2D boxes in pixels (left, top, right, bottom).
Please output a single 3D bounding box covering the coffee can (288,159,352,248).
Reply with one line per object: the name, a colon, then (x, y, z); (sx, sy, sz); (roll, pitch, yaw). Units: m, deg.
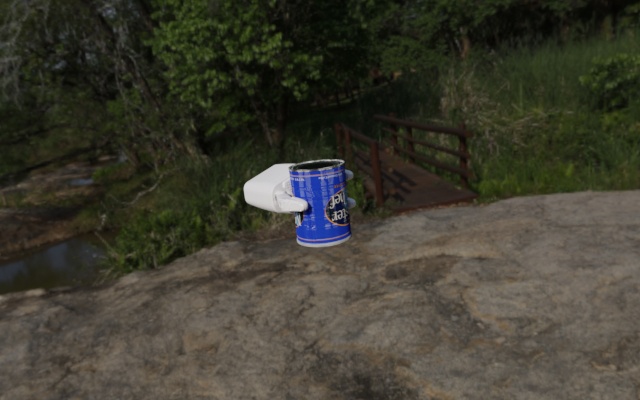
coffee can: (0.000, 0.003, 0.870); (0.103, 0.140, 0.102); (-6, 13, 1)
